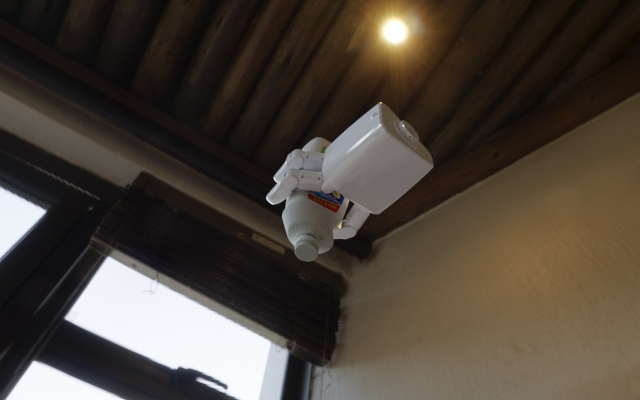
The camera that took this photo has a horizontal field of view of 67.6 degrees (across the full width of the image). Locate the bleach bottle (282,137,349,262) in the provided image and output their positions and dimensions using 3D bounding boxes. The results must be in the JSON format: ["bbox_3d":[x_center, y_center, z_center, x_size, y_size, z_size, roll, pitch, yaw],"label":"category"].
[{"bbox_3d":[0.000,0.002,0.694,0.102,0.068,0.250,39,28,-18],"label":"bleach bottle"}]
